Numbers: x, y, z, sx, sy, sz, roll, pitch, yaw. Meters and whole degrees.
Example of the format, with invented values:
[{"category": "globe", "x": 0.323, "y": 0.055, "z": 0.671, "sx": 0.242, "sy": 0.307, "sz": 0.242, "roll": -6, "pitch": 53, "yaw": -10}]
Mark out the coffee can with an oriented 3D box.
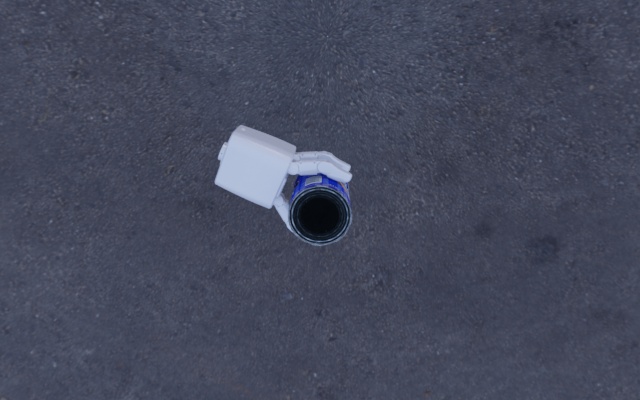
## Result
[{"category": "coffee can", "x": 0.000, "y": 0.003, "z": 0.820, "sx": 0.103, "sy": 0.103, "sz": 0.140, "roll": 0, "pitch": 19, "yaw": 1}]
